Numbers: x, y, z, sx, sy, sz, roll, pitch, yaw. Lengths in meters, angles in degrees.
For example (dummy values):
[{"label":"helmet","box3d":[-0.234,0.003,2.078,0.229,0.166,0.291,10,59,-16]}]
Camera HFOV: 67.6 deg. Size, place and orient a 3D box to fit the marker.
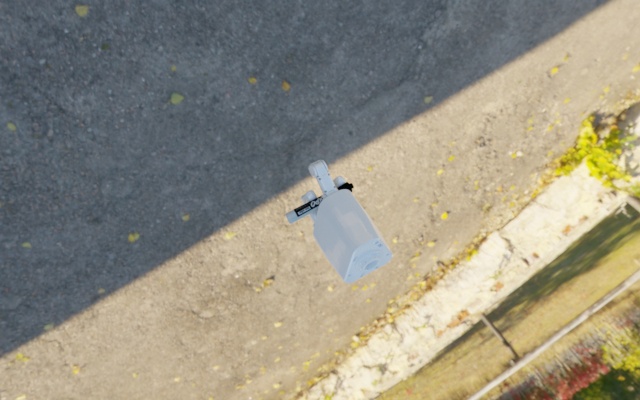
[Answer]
[{"label":"marker","box3d":[0.000,0.002,0.778,0.121,0.020,0.020,-27,5,-9]}]
